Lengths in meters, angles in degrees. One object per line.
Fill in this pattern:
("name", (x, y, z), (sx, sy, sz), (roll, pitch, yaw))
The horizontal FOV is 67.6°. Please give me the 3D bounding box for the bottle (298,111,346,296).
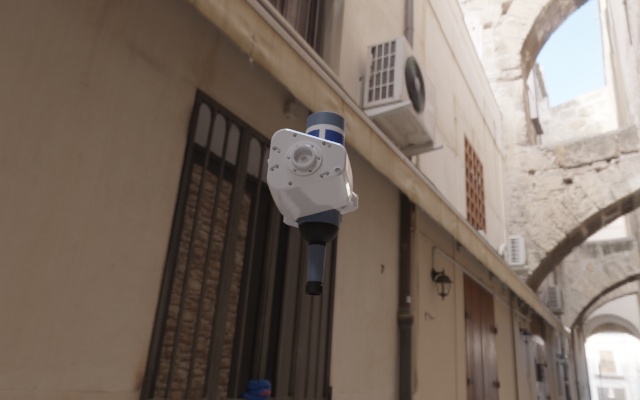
("bottle", (0.000, 0.002, 0.765), (0.069, 0.295, 0.069), (4, -20, 1))
